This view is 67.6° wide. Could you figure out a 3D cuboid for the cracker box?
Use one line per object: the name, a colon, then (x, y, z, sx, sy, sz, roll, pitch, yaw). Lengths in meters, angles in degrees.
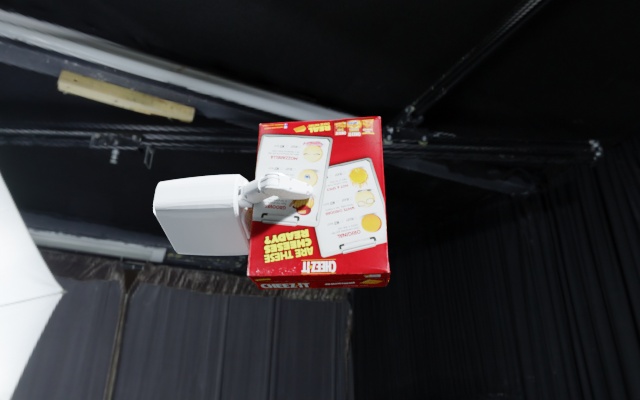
cracker box: (0.000, 0.002, 0.610, 0.164, 0.213, 0.072, -3, -26, 6)
